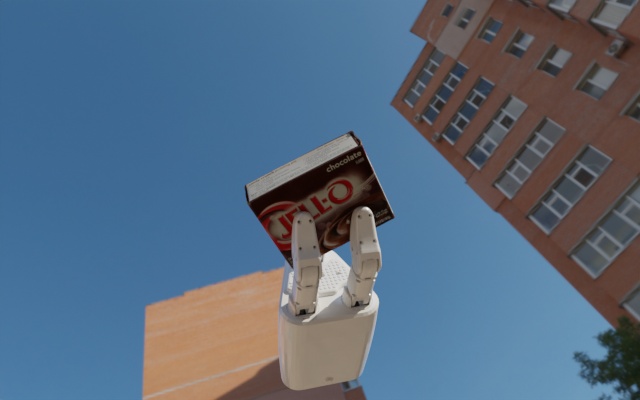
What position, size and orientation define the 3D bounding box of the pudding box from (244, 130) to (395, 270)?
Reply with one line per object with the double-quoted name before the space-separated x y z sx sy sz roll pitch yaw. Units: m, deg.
"pudding box" 0.000 0.001 0.440 0.113 0.090 0.039 -29 36 1
